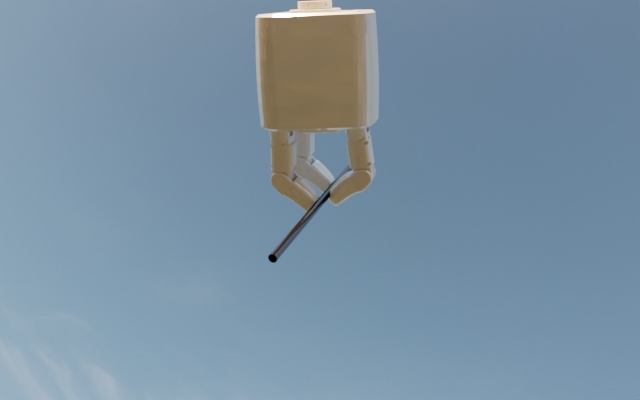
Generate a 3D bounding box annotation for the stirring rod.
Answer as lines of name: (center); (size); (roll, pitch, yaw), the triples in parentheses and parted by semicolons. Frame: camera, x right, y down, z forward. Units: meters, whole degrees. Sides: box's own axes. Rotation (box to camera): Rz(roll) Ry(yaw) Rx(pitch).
stirring rod: (0.000, 0.002, 0.493); (0.011, 0.011, 0.239); (0, 22, 21)
